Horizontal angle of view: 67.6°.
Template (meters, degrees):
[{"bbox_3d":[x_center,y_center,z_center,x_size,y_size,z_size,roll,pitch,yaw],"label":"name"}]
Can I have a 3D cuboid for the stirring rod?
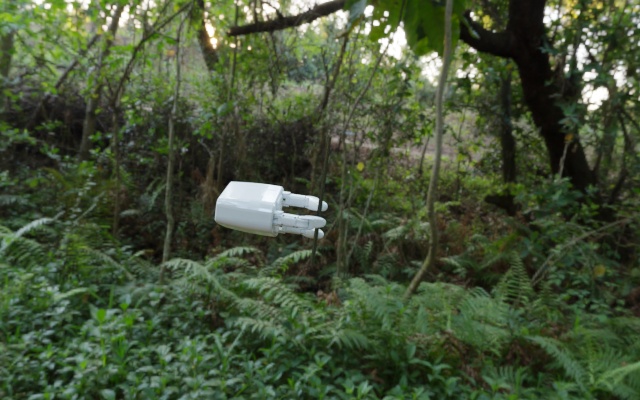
[{"bbox_3d":[0.000,0.003,0.884,0.011,0.239,0.011,8,8,-1],"label":"stirring rod"}]
